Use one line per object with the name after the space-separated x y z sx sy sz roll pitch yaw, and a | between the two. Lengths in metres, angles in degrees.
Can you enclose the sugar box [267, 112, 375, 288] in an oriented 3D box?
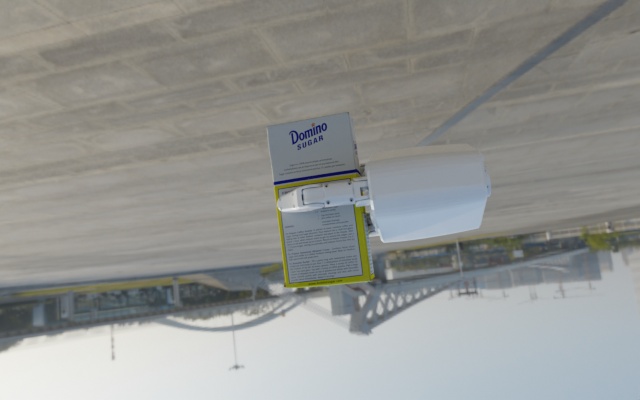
0.000 0.002 0.512 0.093 0.176 0.048 -7 -8 11 | sugar box
